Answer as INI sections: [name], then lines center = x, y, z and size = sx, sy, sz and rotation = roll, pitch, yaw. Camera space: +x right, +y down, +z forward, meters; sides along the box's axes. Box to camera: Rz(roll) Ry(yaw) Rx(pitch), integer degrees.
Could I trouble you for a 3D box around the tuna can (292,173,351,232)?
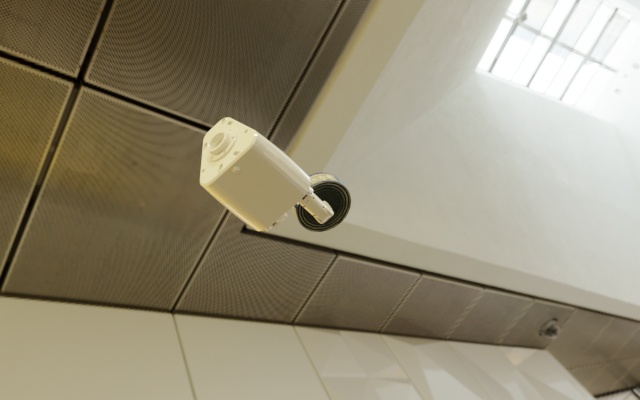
[tuna can]
center = 0.000, 0.002, 0.711
size = 0.086, 0.086, 0.033
rotation = 0, 30, -24
